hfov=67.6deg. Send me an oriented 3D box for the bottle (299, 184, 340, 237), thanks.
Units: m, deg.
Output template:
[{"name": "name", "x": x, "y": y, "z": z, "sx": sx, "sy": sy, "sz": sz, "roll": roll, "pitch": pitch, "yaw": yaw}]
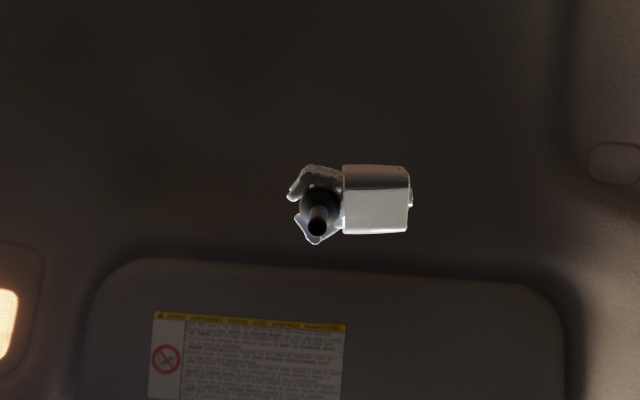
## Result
[{"name": "bottle", "x": 0.000, "y": 0.003, "z": 0.806, "sx": 0.069, "sy": 0.069, "sz": 0.295, "roll": 0, "pitch": 14, "yaw": 2}]
